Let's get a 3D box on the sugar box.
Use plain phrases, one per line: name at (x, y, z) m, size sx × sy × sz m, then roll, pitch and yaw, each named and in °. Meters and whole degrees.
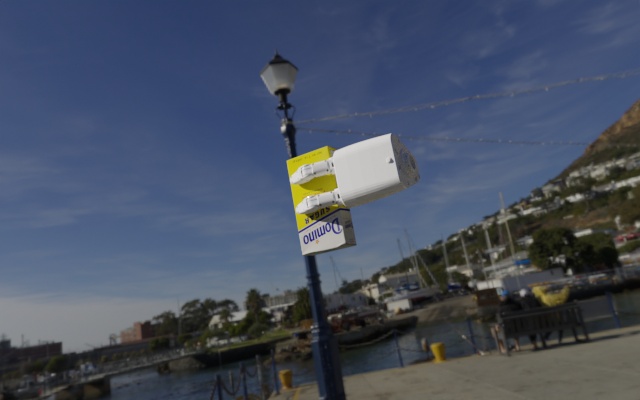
sugar box at (0.000, 0.003, 0.843) m, size 0.093 × 0.176 × 0.048 m, roll -17°, pitch -15°, yaw 30°
